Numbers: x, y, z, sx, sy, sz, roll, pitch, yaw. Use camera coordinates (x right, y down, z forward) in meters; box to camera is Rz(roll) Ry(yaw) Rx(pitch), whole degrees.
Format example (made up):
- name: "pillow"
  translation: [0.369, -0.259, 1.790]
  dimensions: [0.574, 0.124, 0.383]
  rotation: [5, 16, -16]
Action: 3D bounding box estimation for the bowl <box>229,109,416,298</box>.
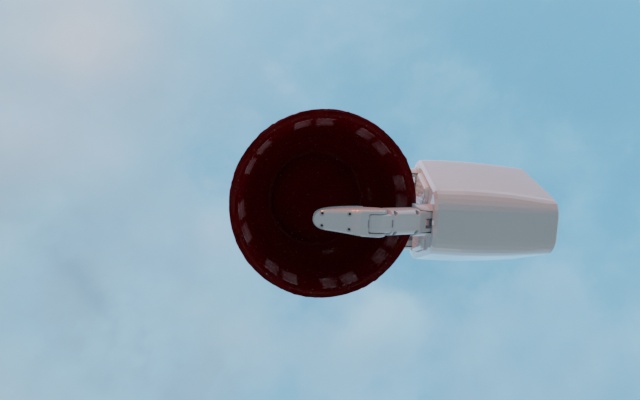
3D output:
- name: "bowl"
  translation: [-0.001, 0.001, 0.428]
  dimensions: [0.162, 0.162, 0.055]
  rotation: [0, 7, -10]
